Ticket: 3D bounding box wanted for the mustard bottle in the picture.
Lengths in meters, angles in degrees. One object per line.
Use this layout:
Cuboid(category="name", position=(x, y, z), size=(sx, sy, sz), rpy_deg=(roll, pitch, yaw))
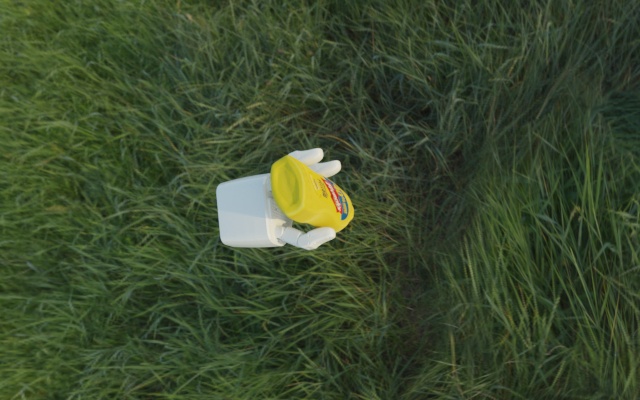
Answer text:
Cuboid(category="mustard bottle", position=(0.000, 0.002, 0.752), size=(0.058, 0.096, 0.192), rpy_deg=(-31, -29, 20))
